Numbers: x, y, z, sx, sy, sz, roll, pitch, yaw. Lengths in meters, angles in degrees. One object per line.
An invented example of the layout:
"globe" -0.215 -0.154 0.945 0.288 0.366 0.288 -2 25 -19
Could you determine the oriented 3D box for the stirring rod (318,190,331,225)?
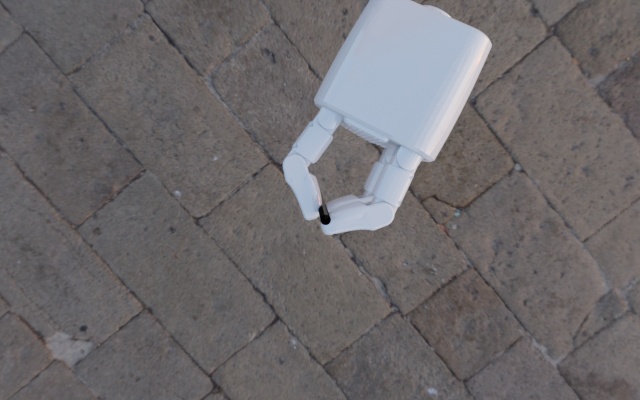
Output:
"stirring rod" 0.000 0.001 0.475 0.011 0.011 0.239 0 6 -2
